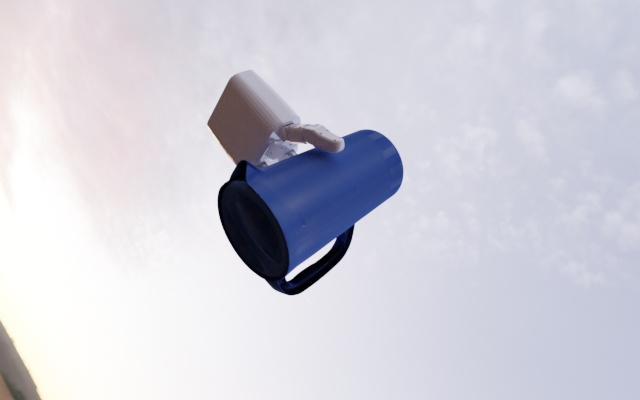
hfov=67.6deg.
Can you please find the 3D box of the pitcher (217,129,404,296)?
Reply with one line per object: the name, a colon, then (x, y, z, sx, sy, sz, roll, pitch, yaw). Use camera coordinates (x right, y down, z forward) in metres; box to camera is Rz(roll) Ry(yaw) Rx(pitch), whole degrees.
pitcher: (0.000, 0.002, 0.632, 0.242, 0.145, 0.149, -29, -22, -36)
